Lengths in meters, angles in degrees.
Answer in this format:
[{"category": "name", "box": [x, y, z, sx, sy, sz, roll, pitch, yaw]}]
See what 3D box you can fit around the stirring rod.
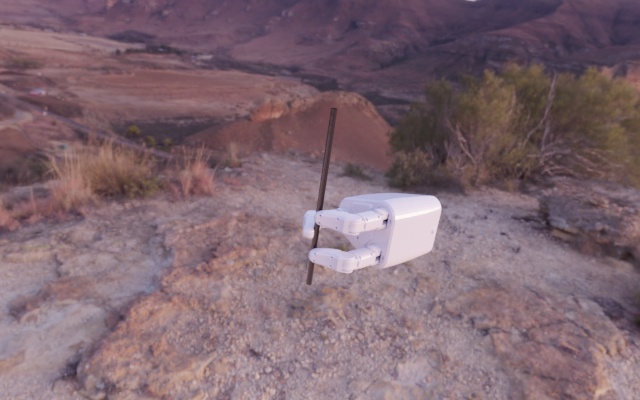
[{"category": "stirring rod", "box": [0.000, 0.002, 0.611, 0.011, 0.240, 0.011, 7, 21, -3]}]
